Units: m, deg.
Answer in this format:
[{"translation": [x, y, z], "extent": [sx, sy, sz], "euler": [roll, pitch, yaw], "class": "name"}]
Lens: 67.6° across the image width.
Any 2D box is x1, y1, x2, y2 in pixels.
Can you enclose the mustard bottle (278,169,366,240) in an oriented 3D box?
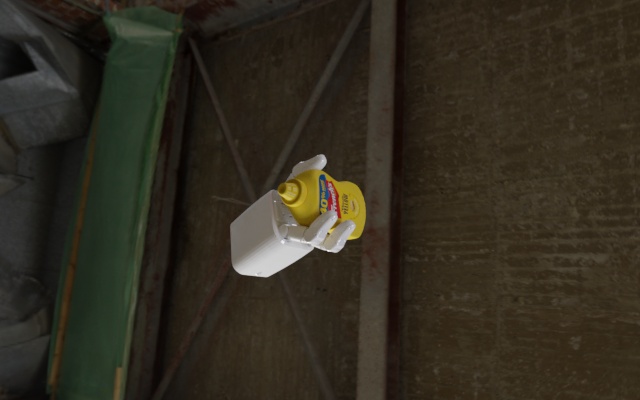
[{"translation": [0.001, 0.002, 0.751], "extent": [0.058, 0.096, 0.192], "euler": [-10, -17, 34], "class": "mustard bottle"}]
